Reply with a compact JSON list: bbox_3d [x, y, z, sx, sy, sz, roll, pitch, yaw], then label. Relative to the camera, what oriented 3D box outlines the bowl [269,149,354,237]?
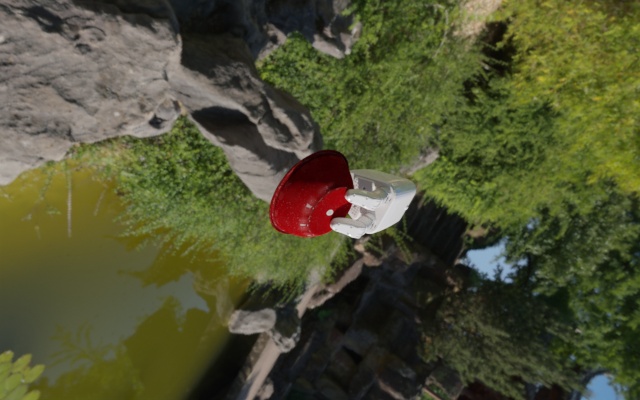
[{"bbox_3d":[-0.001,0.003,0.750,0.162,0.162,0.055,0,34,-49],"label":"bowl"}]
